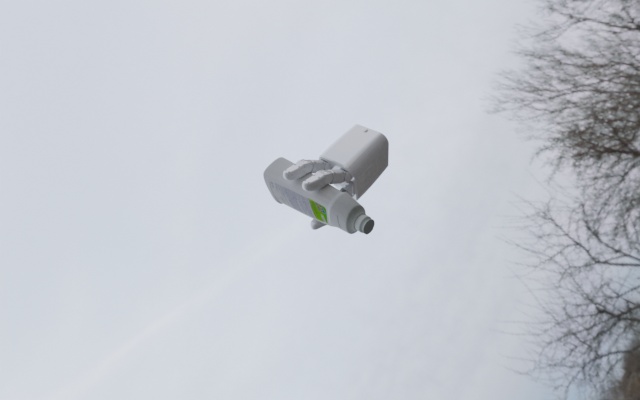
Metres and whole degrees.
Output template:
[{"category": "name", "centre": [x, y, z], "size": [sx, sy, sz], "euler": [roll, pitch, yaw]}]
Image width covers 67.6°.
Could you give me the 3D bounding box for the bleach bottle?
[{"category": "bleach bottle", "centre": [0.000, 0.003, 0.887], "size": [0.250, 0.068, 0.103], "euler": [29, -24, 40]}]
